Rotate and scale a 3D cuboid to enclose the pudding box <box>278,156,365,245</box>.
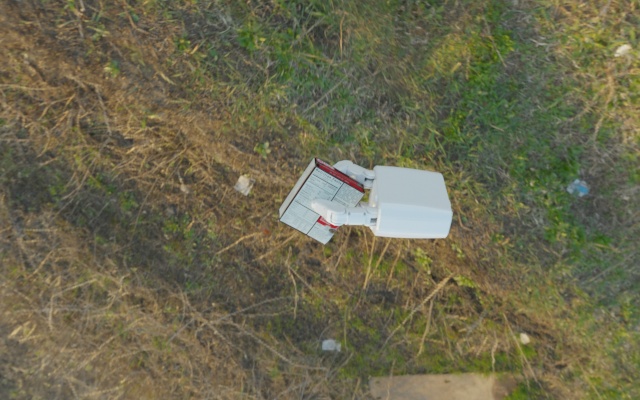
[{"bbox_3d":[0.000,0.002,0.728,0.090,0.113,0.039,30,22,-15],"label":"pudding box"}]
